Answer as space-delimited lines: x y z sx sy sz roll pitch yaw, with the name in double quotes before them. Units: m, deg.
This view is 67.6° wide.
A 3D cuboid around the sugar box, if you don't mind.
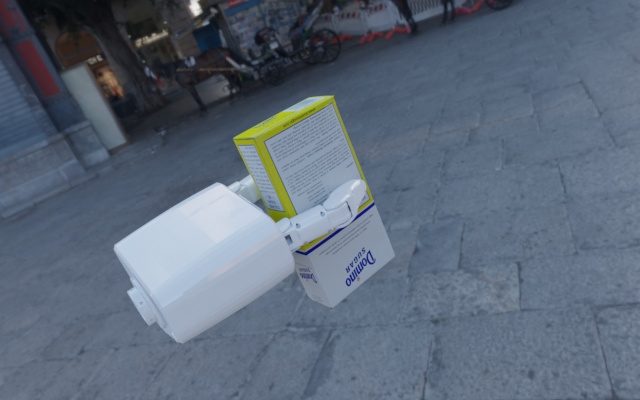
"sugar box" 0.000 0.001 0.446 0.093 0.176 0.048 -34 25 -28
